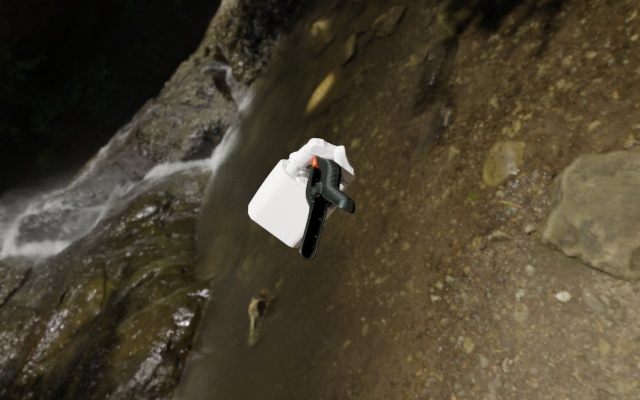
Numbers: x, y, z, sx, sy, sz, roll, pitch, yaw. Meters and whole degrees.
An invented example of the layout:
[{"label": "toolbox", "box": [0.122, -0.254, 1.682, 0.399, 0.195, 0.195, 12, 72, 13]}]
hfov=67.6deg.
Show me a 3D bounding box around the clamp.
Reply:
[{"label": "clamp", "box": [0.000, 0.002, 0.702, 0.039, 0.120, 0.171, 29, 26, -23]}]
